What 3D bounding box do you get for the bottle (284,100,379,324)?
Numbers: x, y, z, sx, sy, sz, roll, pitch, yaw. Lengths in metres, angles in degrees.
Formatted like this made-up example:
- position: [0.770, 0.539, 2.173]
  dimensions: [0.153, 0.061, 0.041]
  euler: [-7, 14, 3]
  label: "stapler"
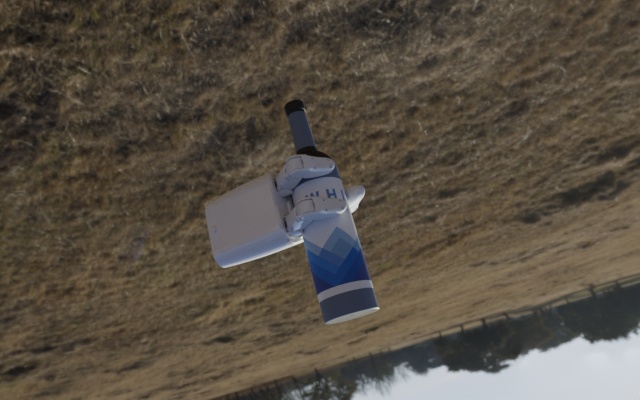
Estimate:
- position: [0.000, 0.002, 0.606]
  dimensions: [0.069, 0.295, 0.069]
  euler: [-14, -20, -5]
  label: "bottle"
